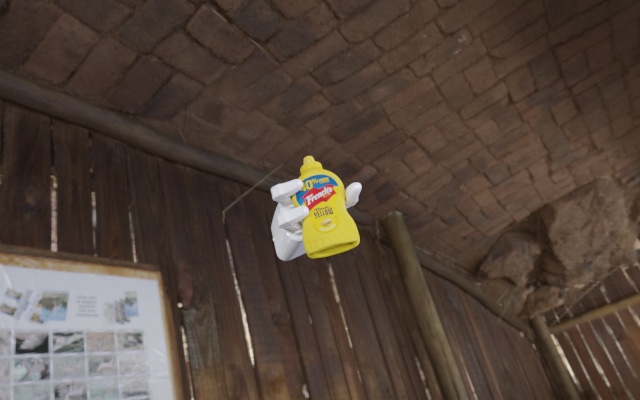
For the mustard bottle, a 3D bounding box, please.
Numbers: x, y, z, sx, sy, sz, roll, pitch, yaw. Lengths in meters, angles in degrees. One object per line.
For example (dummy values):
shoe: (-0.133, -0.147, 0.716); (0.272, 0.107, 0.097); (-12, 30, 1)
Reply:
mustard bottle: (0.000, 0.003, 0.860); (0.096, 0.191, 0.058); (-16, -27, 1)
